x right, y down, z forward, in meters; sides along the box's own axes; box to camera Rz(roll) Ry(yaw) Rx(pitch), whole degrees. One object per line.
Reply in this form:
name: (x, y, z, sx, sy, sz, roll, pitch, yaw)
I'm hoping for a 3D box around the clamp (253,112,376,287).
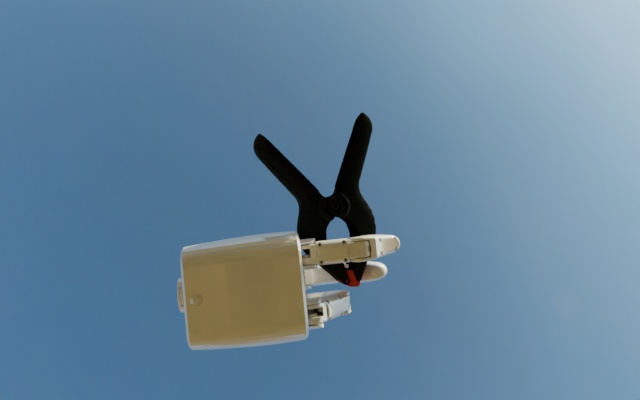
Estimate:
clamp: (0.000, 0.002, 0.469, 0.120, 0.171, 0.039, -5, -3, -8)
